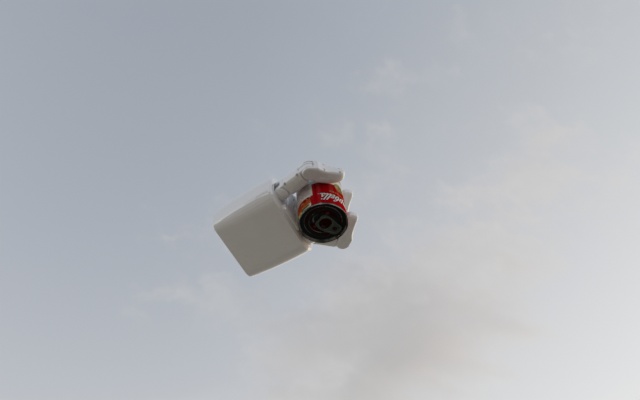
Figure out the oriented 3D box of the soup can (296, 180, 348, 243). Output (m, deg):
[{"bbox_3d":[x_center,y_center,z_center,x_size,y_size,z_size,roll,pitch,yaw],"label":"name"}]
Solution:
[{"bbox_3d":[0.000,0.002,0.680,0.068,0.069,0.102,0,36,-5],"label":"soup can"}]
